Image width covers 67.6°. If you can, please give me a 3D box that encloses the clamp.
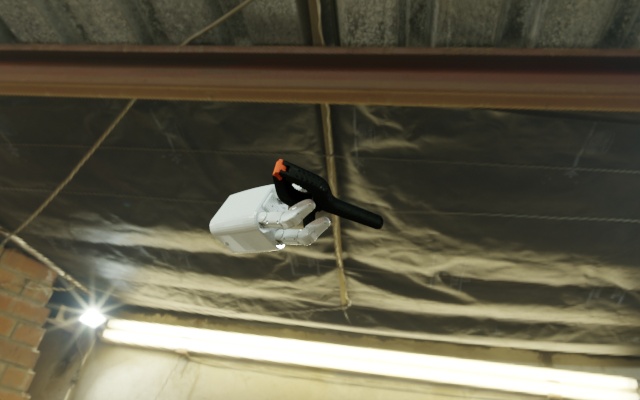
[{"bbox_3d":[0.000,0.002,0.805,0.164,0.036,0.210,-9,-39,29],"label":"clamp"}]
